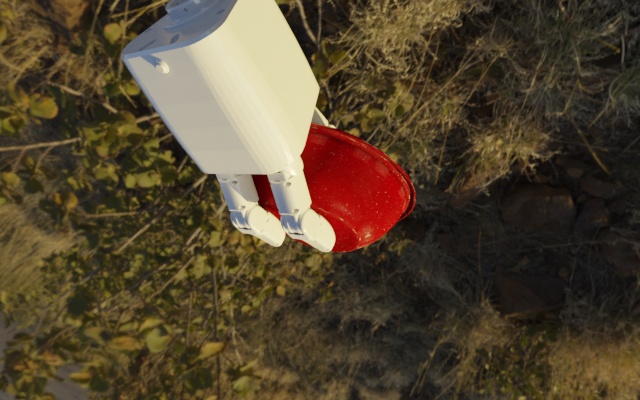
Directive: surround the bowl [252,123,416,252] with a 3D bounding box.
[{"bbox_3d":[0.001,0.003,0.432,0.162,0.055,0.162,17,-26,9],"label":"bowl"}]
